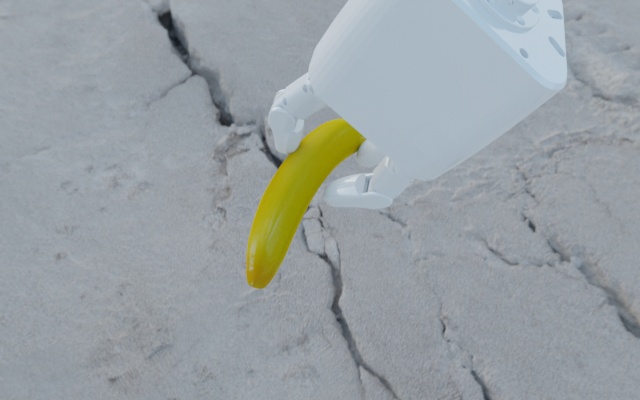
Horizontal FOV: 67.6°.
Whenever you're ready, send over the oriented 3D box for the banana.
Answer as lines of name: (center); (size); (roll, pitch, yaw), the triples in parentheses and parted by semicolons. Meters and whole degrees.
banana: (-0.006, -0.016, 0.402); (0.037, 0.070, 0.197); (-1, 37, 44)
